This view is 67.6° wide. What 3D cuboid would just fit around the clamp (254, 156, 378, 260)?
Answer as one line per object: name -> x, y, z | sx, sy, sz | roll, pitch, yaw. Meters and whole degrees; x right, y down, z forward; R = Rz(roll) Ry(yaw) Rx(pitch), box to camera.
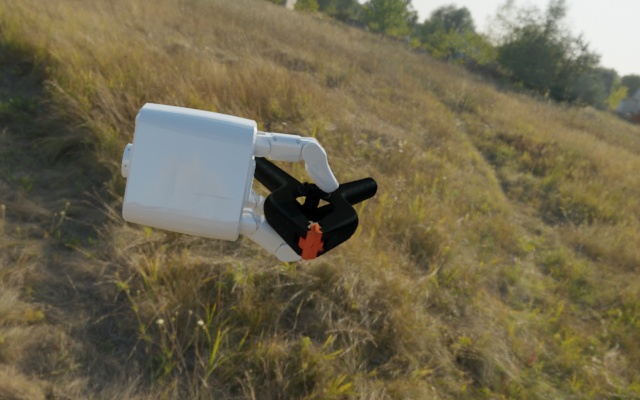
clamp -> 0.000, 0.001, 0.504 | 0.164, 0.036, 0.210 | 8, 21, -12
